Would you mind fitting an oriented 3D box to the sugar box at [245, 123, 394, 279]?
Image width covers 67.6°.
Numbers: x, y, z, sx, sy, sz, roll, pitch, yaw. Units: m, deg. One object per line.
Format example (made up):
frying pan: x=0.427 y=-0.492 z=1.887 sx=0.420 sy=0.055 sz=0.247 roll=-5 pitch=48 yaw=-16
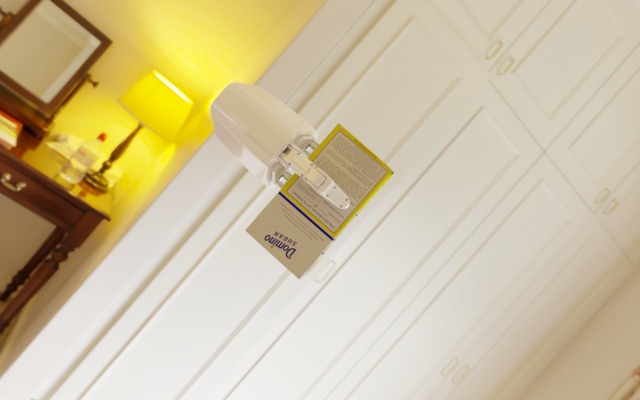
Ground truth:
sugar box: x=0.000 y=0.002 z=0.596 sx=0.093 sy=0.176 sz=0.048 roll=42 pitch=2 yaw=8
